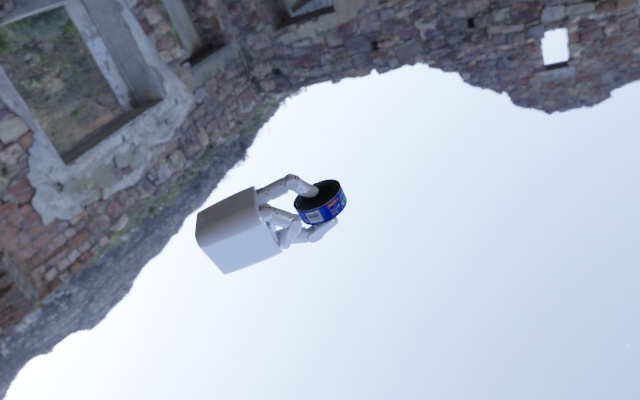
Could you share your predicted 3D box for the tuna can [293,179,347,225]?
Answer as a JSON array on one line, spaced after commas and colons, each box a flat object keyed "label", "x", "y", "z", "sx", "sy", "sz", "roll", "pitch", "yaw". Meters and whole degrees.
[{"label": "tuna can", "x": 0.000, "y": 0.003, "z": 0.791, "sx": 0.086, "sy": 0.034, "sz": 0.086, "roll": -21, "pitch": 28, "yaw": 12}]
